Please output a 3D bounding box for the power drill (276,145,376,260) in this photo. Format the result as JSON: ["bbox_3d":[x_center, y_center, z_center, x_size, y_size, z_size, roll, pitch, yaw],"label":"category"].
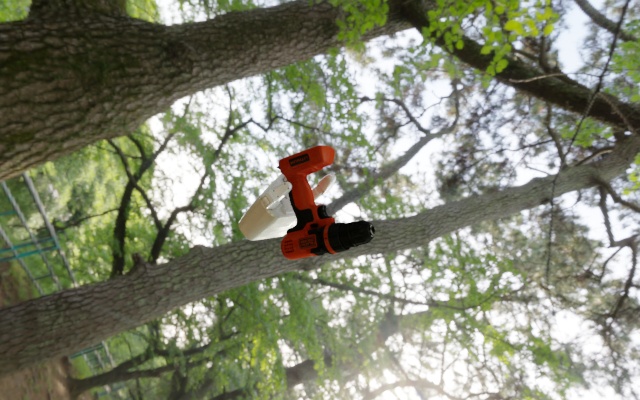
[{"bbox_3d":[0.000,0.002,0.838,0.184,0.187,0.057,-15,-13,29],"label":"power drill"}]
